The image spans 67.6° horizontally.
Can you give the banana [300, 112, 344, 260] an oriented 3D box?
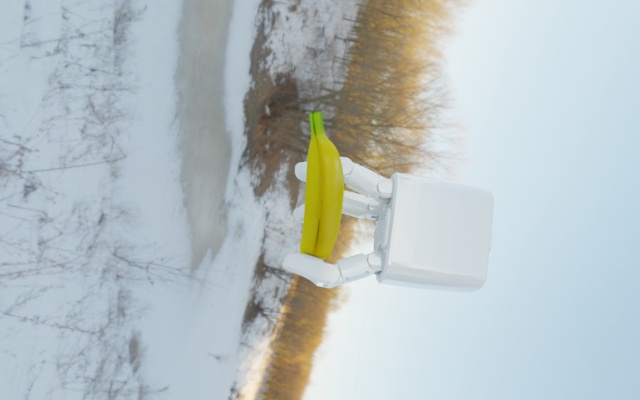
[{"bbox_3d":[0.000,0.012,0.478,0.037,0.198,0.069,3,44,-4],"label":"banana"}]
